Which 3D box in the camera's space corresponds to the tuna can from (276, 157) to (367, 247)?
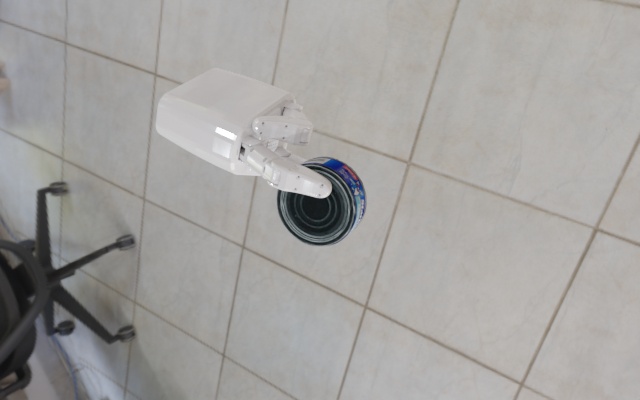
[{"bbox_3d":[0.000,0.002,0.473,0.086,0.086,0.033,0,16,23],"label":"tuna can"}]
